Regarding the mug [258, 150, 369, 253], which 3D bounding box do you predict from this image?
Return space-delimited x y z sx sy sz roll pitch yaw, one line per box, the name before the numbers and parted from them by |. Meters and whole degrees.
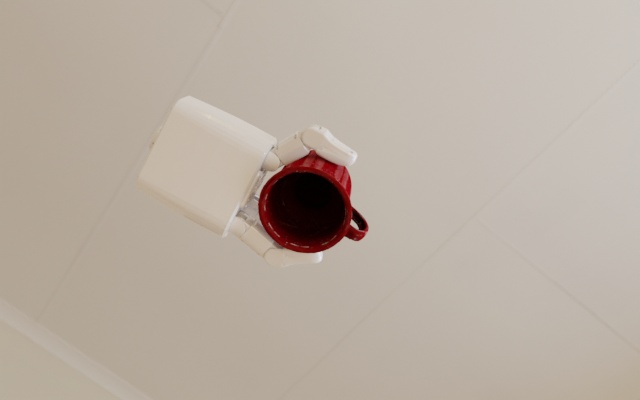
mug | 0.001 0.002 0.501 0.117 0.093 0.081 30 23 -4
